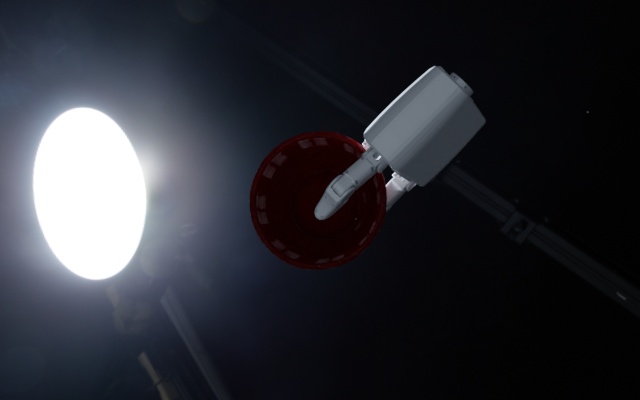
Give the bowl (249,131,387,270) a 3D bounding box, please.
[{"bbox_3d":[-0.001,0.003,0.573,0.162,0.162,0.055,0,-7,11],"label":"bowl"}]
